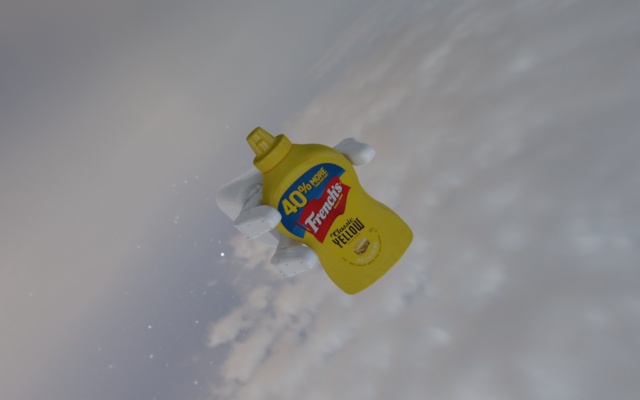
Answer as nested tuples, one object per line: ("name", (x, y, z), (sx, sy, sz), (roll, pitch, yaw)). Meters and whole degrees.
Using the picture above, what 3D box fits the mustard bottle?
("mustard bottle", (0.000, 0.002, 0.472), (0.192, 0.096, 0.058), (46, 5, -20))
